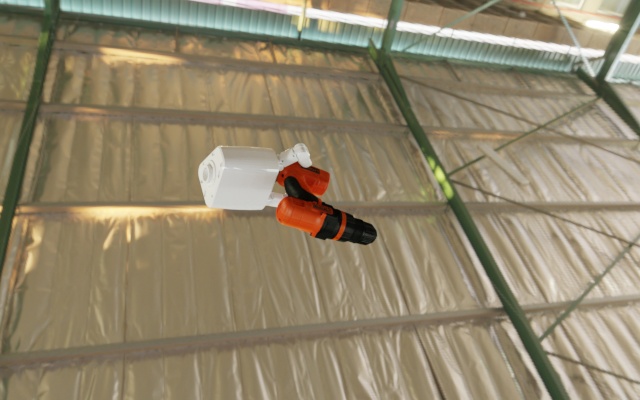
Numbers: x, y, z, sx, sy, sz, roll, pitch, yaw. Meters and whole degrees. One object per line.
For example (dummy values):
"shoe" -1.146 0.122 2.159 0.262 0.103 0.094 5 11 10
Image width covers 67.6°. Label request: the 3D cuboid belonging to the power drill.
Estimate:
"power drill" 0.000 0.003 0.852 0.184 0.057 0.187 19 23 -24
